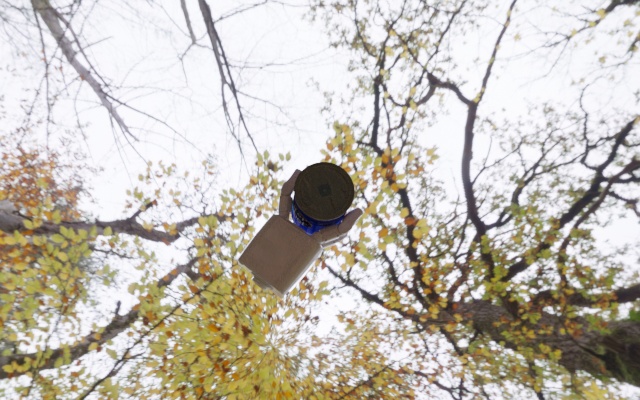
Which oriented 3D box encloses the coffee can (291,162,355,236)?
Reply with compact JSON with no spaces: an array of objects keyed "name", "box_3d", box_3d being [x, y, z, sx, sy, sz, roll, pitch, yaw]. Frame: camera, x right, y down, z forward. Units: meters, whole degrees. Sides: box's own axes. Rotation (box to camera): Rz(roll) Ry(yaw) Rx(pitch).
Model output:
[{"name":"coffee can","box_3d":[0.000,0.003,0.864,0.103,0.102,0.140,0,-17,-6]}]
